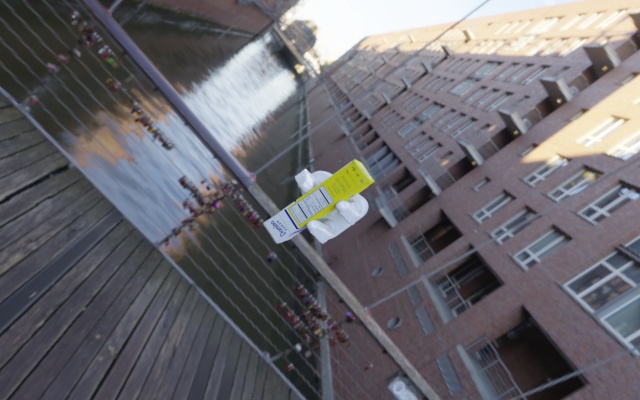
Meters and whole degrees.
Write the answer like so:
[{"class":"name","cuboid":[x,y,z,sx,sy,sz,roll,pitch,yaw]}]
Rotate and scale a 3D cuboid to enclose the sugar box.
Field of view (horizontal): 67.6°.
[{"class":"sugar box","cuboid":[0.001,0.003,0.767,0.176,0.048,0.093,-37,-6,10]}]
